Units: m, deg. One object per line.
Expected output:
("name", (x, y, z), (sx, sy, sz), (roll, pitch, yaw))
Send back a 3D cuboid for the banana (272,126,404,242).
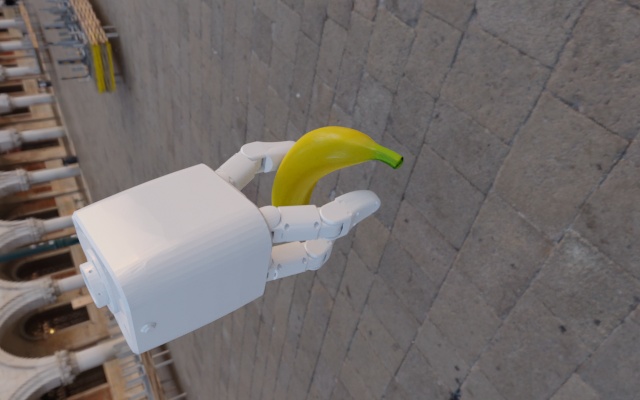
("banana", (-0.009, -0.015, 0.426), (0.037, 0.069, 0.198), (-33, -3, -33))
